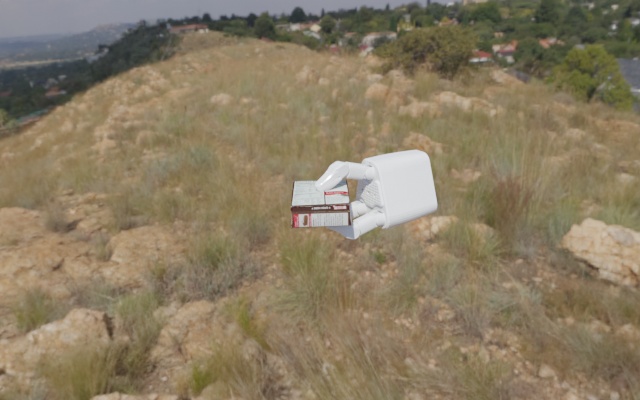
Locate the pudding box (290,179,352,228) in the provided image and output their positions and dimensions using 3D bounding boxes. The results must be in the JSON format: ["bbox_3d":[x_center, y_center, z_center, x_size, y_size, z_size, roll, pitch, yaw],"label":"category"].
[{"bbox_3d":[0.000,0.002,0.737,0.090,0.039,0.113,-3,20,1],"label":"pudding box"}]
